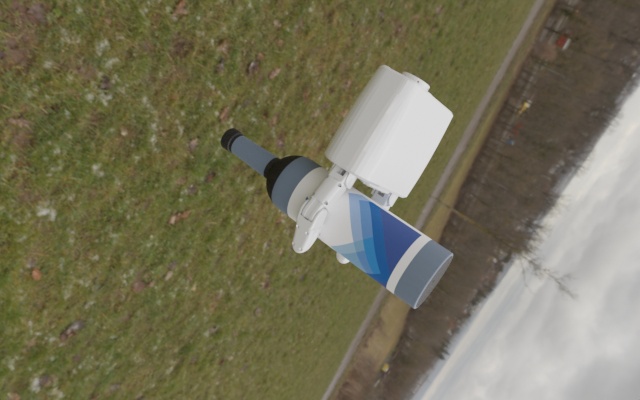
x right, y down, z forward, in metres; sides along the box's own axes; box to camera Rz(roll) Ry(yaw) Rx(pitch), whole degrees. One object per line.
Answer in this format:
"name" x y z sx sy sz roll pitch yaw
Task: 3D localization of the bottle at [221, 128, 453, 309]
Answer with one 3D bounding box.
"bottle" 0.000 0.002 0.524 0.295 0.069 0.069 35 15 22
